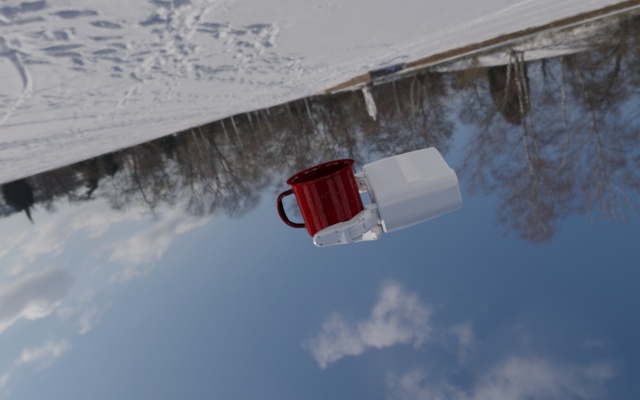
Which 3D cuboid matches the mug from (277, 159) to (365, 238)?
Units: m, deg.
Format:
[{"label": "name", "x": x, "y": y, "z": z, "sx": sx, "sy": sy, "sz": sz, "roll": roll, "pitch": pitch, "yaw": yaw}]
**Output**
[{"label": "mug", "x": -0.001, "y": 0.003, "z": 0.632, "sx": 0.117, "sy": 0.081, "sz": 0.093, "roll": -17, "pitch": 14, "yaw": 4}]
